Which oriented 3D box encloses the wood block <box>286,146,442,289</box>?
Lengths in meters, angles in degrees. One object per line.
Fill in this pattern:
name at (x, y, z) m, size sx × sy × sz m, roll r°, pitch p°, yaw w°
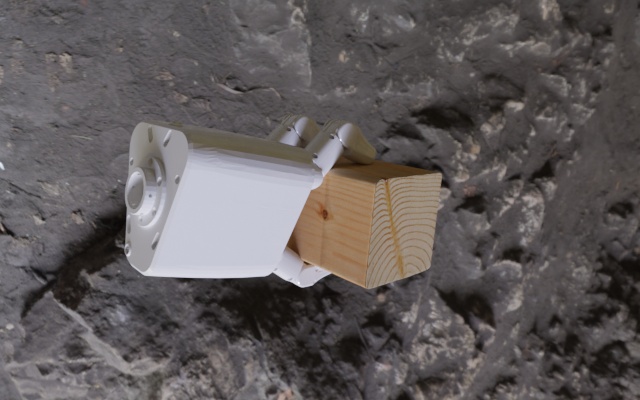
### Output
wood block at (0.000, 0.002, 0.462) m, size 0.090 × 0.091 × 0.206 m, roll -8°, pitch 18°, yaw -43°
